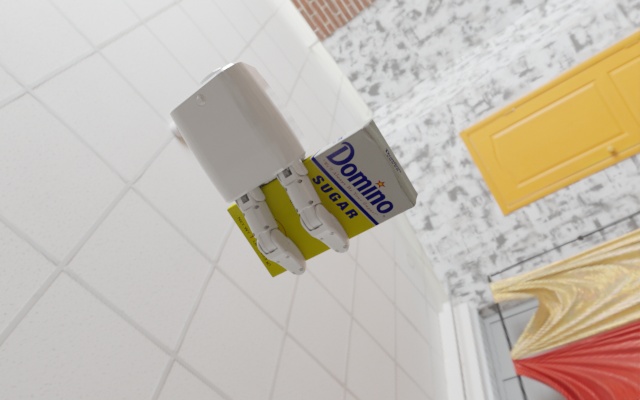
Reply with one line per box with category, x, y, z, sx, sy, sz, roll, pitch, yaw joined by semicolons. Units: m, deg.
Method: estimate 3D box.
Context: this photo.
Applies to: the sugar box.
sugar box;0.000;0.002;0.492;0.176;0.093;0.048;-29;9;25
